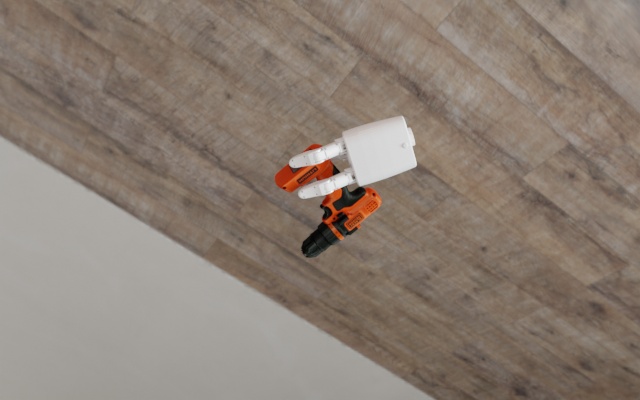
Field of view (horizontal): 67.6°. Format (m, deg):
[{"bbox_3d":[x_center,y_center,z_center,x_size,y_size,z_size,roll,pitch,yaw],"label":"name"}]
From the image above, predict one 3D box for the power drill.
[{"bbox_3d":[0.000,0.002,0.881,0.188,0.184,0.057,48,2,-35],"label":"power drill"}]
